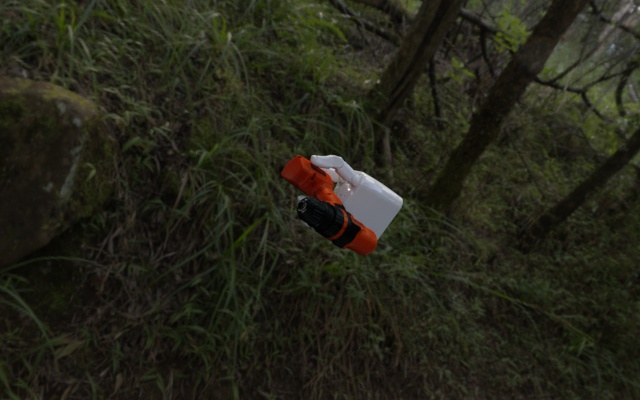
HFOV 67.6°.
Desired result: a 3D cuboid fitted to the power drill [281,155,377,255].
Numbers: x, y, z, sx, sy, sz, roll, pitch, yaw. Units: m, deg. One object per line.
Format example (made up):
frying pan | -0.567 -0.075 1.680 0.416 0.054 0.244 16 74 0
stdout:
power drill | 0.000 0.002 0.811 0.184 0.057 0.187 34 17 -44
